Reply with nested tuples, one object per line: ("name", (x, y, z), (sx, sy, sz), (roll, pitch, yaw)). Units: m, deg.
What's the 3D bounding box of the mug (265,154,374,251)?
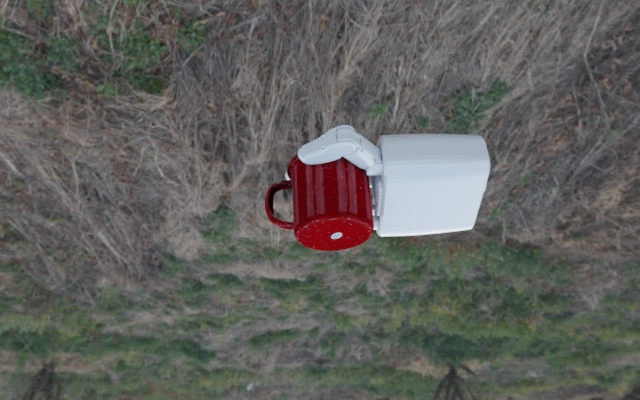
("mug", (-0.001, 0.002, 0.498), (0.117, 0.081, 0.093), (-3, -29, 0))
